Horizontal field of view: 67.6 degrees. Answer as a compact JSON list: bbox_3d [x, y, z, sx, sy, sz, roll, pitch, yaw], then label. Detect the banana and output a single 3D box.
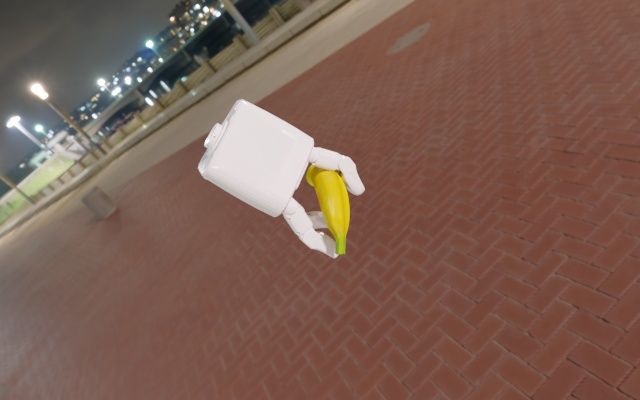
[{"bbox_3d":[0.006,-0.012,0.647,0.037,0.070,0.197,10,29,-17],"label":"banana"}]
